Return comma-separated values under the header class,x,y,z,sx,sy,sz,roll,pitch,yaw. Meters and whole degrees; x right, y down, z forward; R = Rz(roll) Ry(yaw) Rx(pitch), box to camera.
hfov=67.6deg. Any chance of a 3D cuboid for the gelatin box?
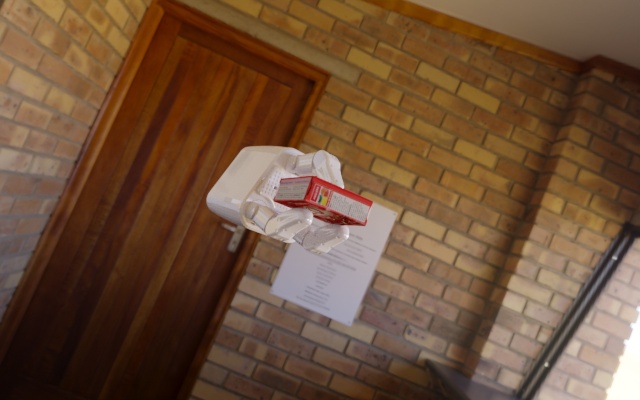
class,x,y,z,sx,sy,sz,roll,pitch,yaw
gelatin box,0.000,0.001,0.502,0.073,0.030,0.089,23,-10,-24
